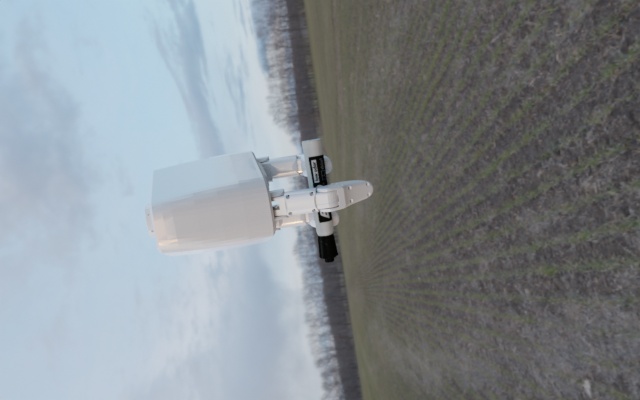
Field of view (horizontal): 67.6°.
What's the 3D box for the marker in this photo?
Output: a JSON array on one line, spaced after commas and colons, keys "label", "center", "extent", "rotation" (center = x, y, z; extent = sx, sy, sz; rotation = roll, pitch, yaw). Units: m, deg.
[{"label": "marker", "center": [0.000, 0.002, 0.463], "extent": [0.020, 0.121, 0.020], "rotation": [-8, 10, 1]}]
